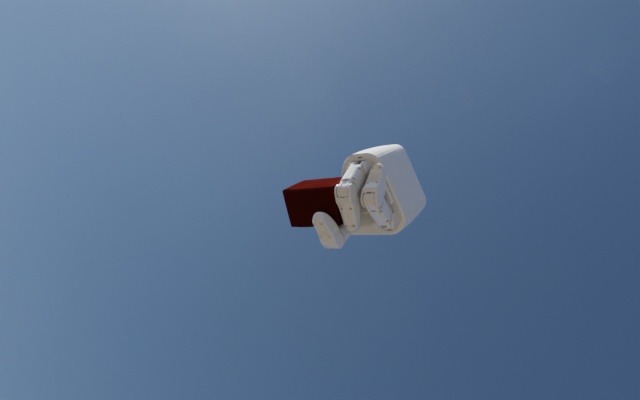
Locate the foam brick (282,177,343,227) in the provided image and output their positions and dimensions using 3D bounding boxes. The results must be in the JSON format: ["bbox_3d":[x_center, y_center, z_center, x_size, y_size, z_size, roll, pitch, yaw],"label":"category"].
[{"bbox_3d":[0.000,0.002,0.626,0.078,0.053,0.051,-3,16,31],"label":"foam brick"}]
